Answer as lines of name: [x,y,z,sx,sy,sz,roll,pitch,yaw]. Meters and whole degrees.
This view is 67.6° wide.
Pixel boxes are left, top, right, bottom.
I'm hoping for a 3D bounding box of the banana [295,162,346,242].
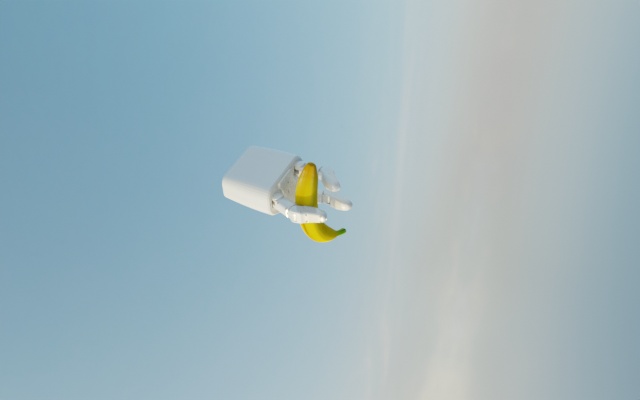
banana: [-0.010,0.018,0.815,0.037,0.069,0.198,26,-24,34]
